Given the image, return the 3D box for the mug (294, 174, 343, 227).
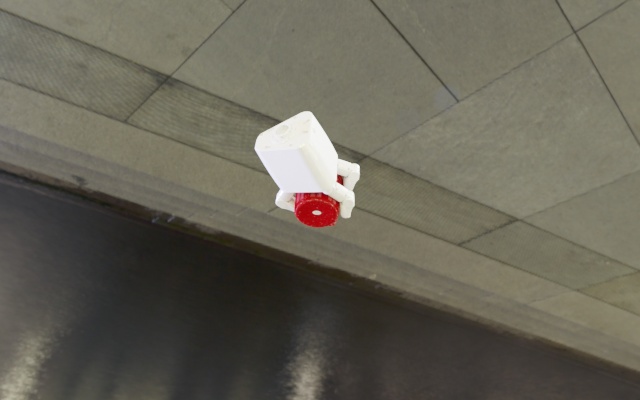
[{"bbox_3d":[0.001,0.004,0.889,0.093,0.081,0.117,-15,-46,21],"label":"mug"}]
